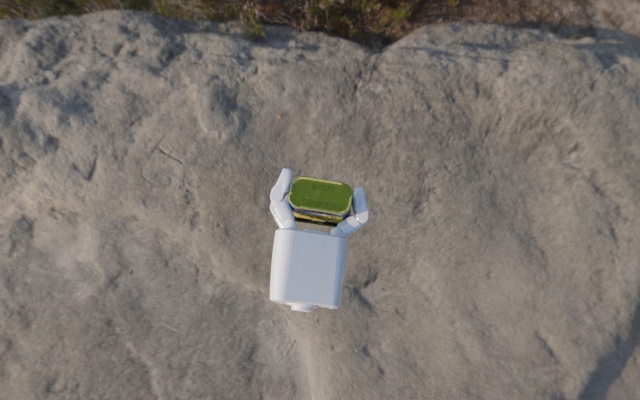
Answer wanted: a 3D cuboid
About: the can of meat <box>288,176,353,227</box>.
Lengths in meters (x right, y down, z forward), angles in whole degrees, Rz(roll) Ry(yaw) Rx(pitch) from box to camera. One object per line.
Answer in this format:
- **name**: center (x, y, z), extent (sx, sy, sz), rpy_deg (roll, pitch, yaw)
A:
- **can of meat**: center (0.000, 0.002, 0.753), extent (0.102, 0.057, 0.084), rpy_deg (8, -14, 1)
